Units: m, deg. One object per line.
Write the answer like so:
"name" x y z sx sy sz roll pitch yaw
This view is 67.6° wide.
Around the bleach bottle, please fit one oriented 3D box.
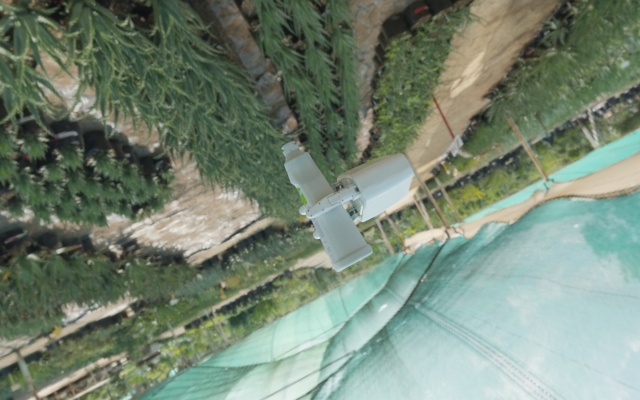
"bleach bottle" 0.000 0.003 0.866 0.068 0.251 0.102 -27 -9 -13
